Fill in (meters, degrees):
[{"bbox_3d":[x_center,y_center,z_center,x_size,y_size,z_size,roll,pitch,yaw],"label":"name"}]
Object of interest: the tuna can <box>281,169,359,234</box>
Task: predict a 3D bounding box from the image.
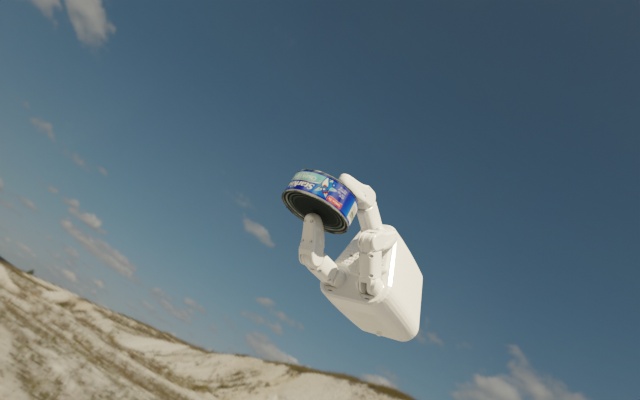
[{"bbox_3d":[0.000,0.001,0.551,0.086,0.033,0.086,25,-23,11],"label":"tuna can"}]
